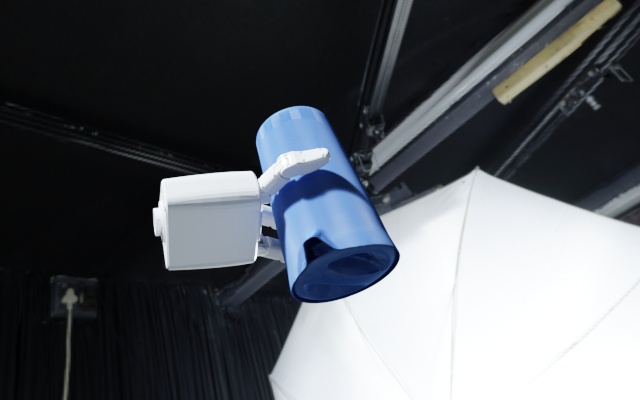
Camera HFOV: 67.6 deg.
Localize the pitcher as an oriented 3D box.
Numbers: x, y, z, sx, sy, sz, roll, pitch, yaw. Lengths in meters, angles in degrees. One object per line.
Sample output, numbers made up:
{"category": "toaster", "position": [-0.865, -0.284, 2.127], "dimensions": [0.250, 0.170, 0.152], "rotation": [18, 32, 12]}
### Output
{"category": "pitcher", "position": [0.000, 0.002, 0.619], "dimensions": [0.145, 0.242, 0.149], "rotation": [-5, -36, -23]}
